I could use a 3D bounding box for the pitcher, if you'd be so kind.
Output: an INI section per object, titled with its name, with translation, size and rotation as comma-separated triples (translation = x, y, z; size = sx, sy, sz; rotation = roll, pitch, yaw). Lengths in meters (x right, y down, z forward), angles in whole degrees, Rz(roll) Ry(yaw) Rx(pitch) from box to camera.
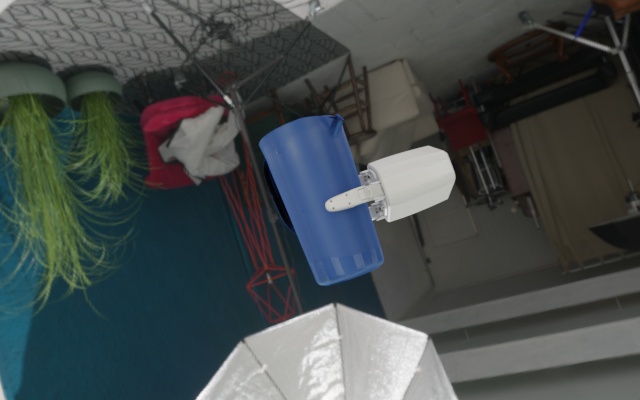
[pitcher]
translation = 0.000, 0.002, 0.733
size = 0.145, 0.243, 0.149
rotation = -19, -5, -2
